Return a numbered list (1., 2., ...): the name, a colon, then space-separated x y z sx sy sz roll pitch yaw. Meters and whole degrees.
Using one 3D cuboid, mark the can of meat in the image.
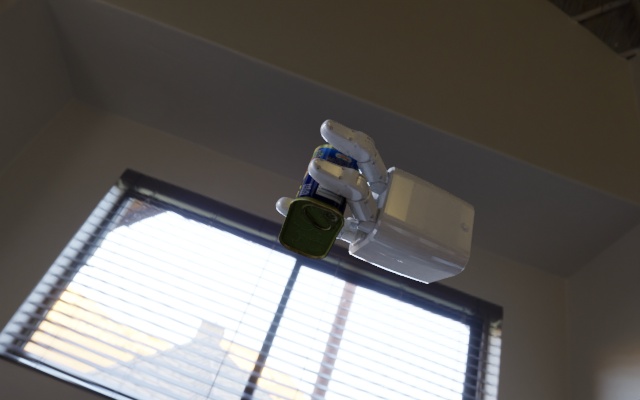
1. can of meat: 0.000 0.001 0.522 0.057 0.084 0.102 22 -37 -1
